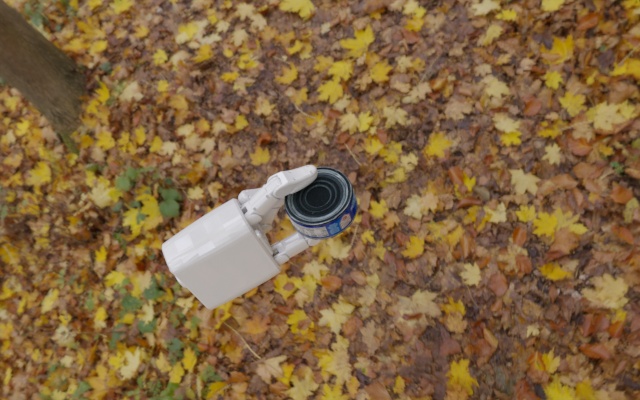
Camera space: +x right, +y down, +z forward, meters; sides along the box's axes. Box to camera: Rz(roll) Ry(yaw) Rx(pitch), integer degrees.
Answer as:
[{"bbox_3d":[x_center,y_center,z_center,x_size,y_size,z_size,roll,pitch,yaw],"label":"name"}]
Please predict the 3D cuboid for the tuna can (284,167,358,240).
[{"bbox_3d":[0.000,0.002,0.575,0.086,0.086,0.034,0,-33,16],"label":"tuna can"}]
